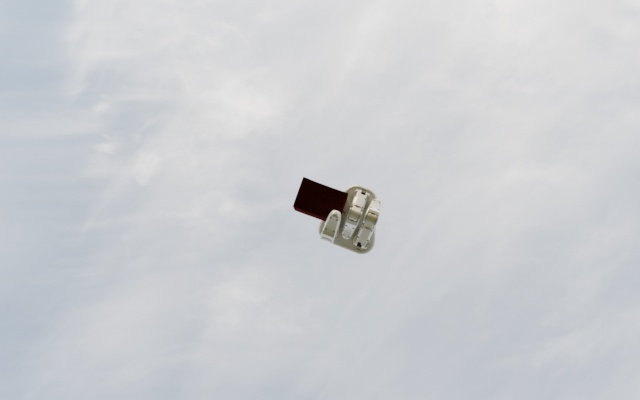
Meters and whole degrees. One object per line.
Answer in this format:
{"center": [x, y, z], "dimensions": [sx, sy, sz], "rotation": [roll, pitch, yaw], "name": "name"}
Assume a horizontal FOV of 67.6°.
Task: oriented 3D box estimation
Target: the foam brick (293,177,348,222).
{"center": [0.000, 0.002, 0.780], "dimensions": [0.078, 0.053, 0.051], "rotation": [21, -7, 4], "name": "foam brick"}
